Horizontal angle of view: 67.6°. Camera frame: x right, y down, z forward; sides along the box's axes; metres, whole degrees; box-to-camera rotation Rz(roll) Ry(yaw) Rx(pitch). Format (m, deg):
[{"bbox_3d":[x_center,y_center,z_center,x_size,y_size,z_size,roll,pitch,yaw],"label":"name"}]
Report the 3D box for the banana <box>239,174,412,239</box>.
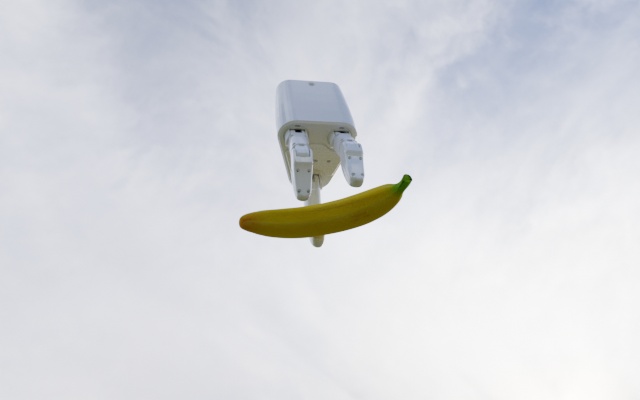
[{"bbox_3d":[0.008,0.012,0.547,0.198,0.037,0.070,-16,-40,7],"label":"banana"}]
